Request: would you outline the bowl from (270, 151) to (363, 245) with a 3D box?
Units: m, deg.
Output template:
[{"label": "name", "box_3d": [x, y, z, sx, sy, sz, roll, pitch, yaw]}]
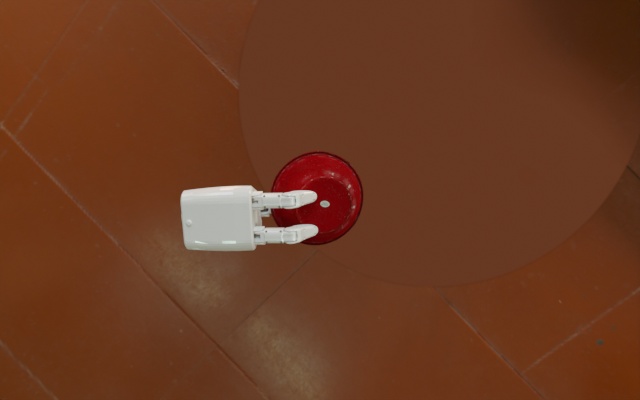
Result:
[{"label": "bowl", "box_3d": [0.001, 0.002, 0.779, 0.162, 0.162, 0.055, 0, 11, -12]}]
